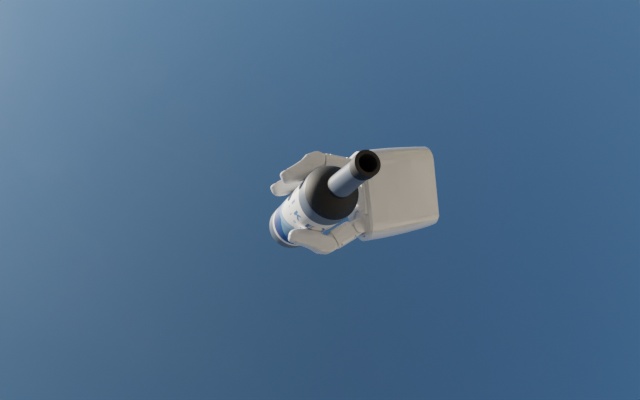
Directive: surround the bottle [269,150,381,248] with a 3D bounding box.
[{"bbox_3d":[0.000,0.002,0.588,0.069,0.069,0.296,0,-15,-18],"label":"bottle"}]
